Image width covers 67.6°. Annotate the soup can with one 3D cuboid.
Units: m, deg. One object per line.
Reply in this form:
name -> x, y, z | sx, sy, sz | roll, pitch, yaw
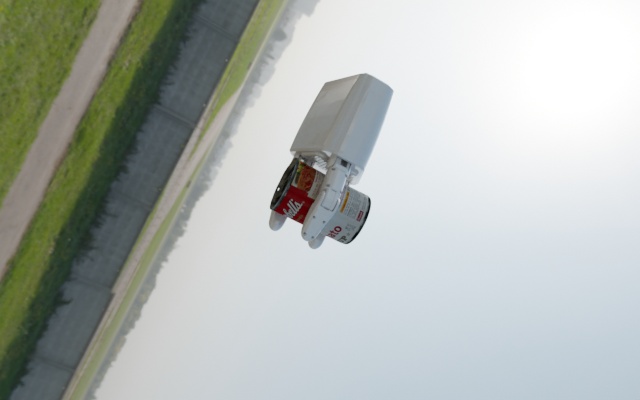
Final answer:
soup can -> 0.000, 0.002, 0.568 | 0.102, 0.068, 0.068 | 27, -7, -14
